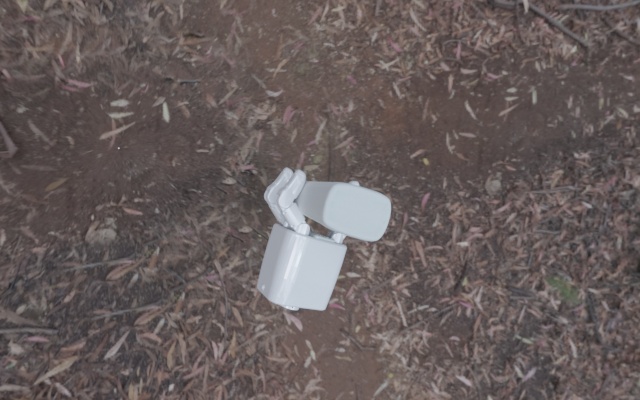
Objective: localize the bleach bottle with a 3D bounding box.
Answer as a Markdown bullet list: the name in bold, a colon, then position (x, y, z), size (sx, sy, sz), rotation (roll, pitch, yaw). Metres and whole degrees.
- **bleach bottle**: position (0.000, 0.002, 0.733), size (0.102, 0.068, 0.251), rotation (18, -1, -24)
